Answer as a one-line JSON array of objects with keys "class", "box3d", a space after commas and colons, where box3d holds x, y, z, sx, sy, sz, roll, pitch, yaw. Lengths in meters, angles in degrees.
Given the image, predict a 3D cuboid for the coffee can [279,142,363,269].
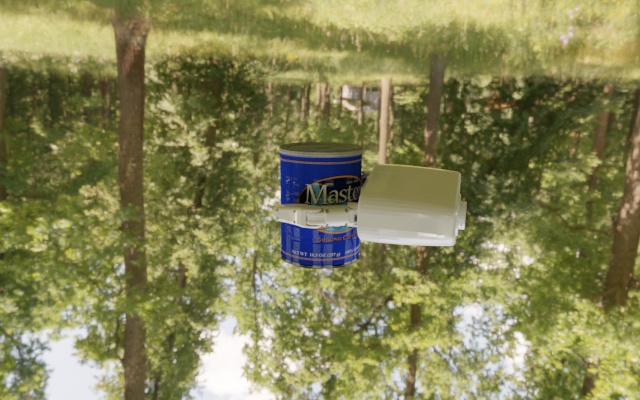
[{"class": "coffee can", "box3d": [0.000, 0.002, 0.598, 0.103, 0.140, 0.102, 1, 13, 0]}]
